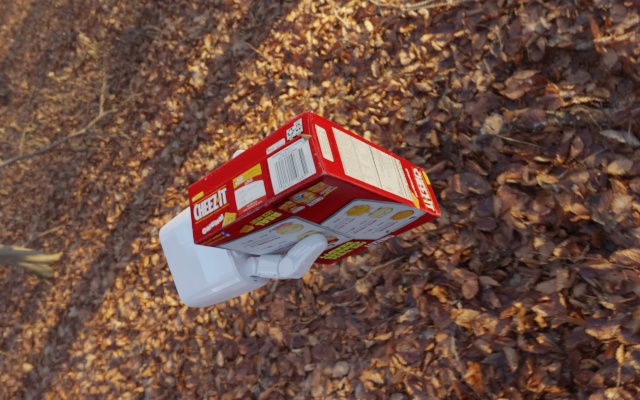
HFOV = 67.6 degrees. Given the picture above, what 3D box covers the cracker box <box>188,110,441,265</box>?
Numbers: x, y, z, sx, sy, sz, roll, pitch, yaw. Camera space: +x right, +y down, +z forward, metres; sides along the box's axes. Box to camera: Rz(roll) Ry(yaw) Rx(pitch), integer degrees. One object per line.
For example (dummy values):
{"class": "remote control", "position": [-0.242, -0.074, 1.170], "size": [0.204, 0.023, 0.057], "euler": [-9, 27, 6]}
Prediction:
{"class": "cracker box", "position": [0.000, 0.002, 0.497], "size": [0.164, 0.072, 0.214], "euler": [-28, -26, 31]}
